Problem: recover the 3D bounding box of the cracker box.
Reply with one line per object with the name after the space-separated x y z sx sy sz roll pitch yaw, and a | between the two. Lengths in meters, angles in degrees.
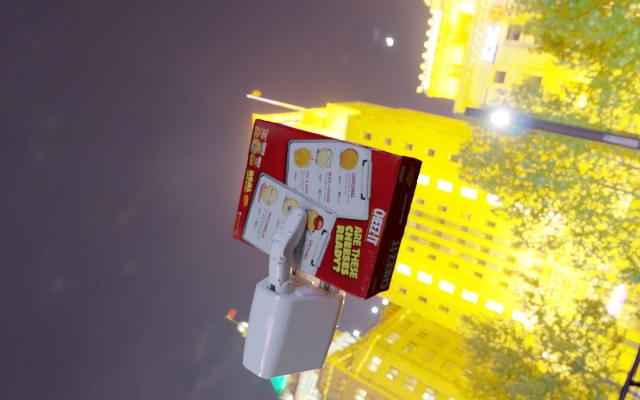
0.000 0.002 0.587 0.213 0.164 0.072 20 13 32 | cracker box
